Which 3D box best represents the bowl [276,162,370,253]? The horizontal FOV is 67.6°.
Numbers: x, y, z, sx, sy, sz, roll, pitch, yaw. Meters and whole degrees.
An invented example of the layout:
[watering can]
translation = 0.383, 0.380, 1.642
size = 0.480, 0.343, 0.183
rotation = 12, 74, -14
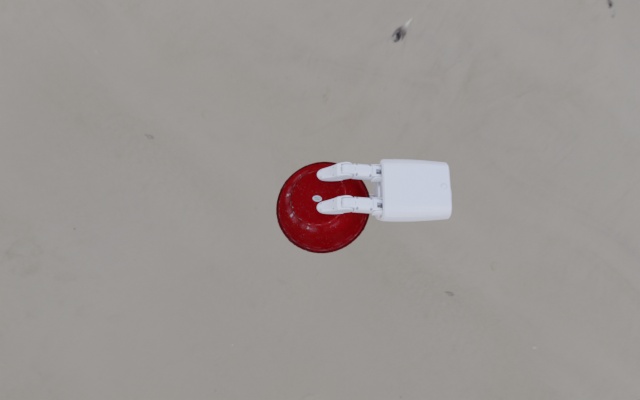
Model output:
[bowl]
translation = -0.001, 0.003, 0.783
size = 0.162, 0.162, 0.055
rotation = 0, -17, 9
